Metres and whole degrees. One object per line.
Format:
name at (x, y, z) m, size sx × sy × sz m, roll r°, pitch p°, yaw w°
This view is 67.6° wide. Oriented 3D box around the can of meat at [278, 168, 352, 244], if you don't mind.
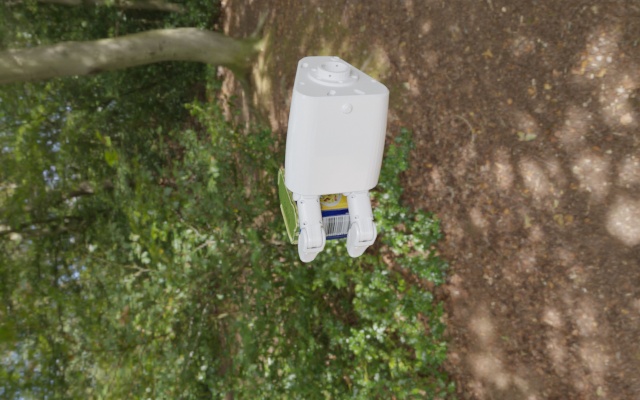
can of meat at (0.000, 0.002, 0.553) m, size 0.084 × 0.057 × 0.102 m, roll -5°, pitch 41°, yaw -15°
